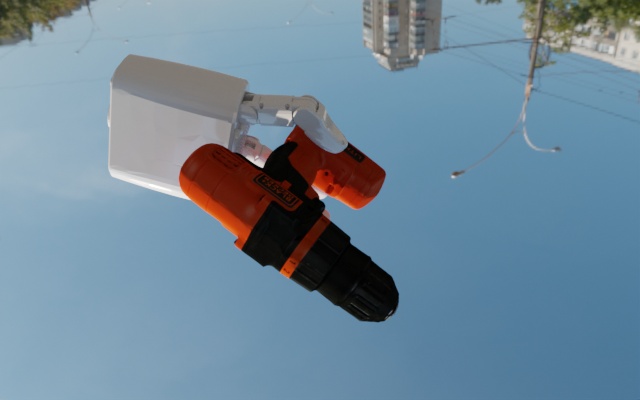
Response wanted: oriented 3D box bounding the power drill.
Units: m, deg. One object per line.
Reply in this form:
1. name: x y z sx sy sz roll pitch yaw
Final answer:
1. power drill: 0.000 0.001 0.405 0.184 0.057 0.187 38 26 3
